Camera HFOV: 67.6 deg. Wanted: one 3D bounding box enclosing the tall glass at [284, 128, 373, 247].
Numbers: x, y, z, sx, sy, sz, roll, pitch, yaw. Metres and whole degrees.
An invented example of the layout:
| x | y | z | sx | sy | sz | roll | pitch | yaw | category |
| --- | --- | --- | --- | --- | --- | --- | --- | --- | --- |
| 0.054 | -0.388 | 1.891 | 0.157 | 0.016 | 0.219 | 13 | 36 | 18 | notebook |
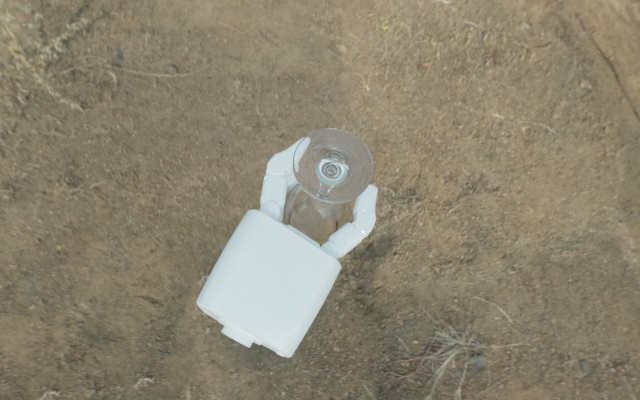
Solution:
| x | y | z | sx | sy | sz | roll | pitch | yaw | category |
| --- | --- | --- | --- | --- | --- | --- | --- | --- | --- |
| 0.000 | 0.001 | 0.525 | 0.079 | 0.079 | 0.201 | 0 | -20 | -7 | tall glass |
